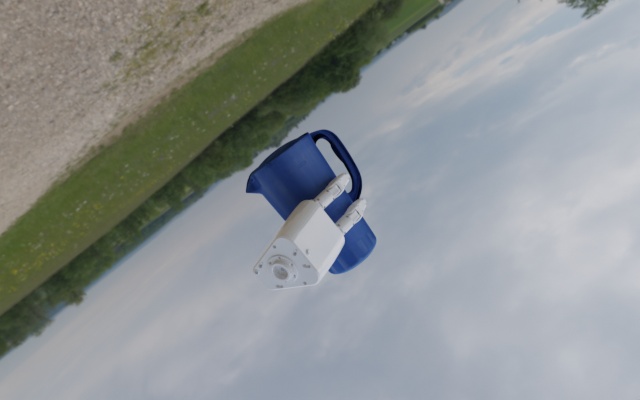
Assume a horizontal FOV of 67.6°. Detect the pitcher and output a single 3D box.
[{"bbox_3d":[0.000,0.003,0.854,0.149,0.243,0.145,-30,13,33],"label":"pitcher"}]
